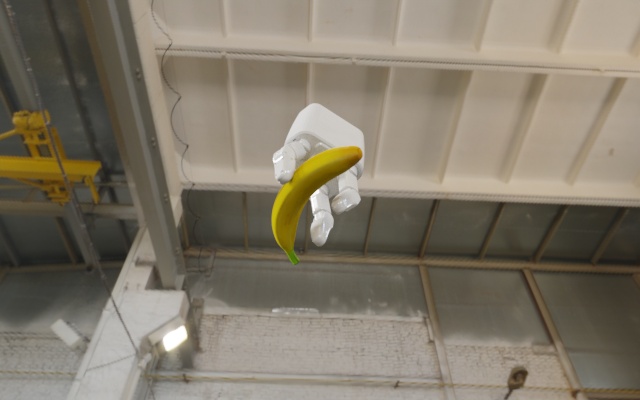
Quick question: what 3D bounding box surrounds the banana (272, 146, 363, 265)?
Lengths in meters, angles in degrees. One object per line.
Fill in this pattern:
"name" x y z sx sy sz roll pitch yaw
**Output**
"banana" -0.018 -0.005 0.613 0.069 0.198 0.037 29 33 -1
